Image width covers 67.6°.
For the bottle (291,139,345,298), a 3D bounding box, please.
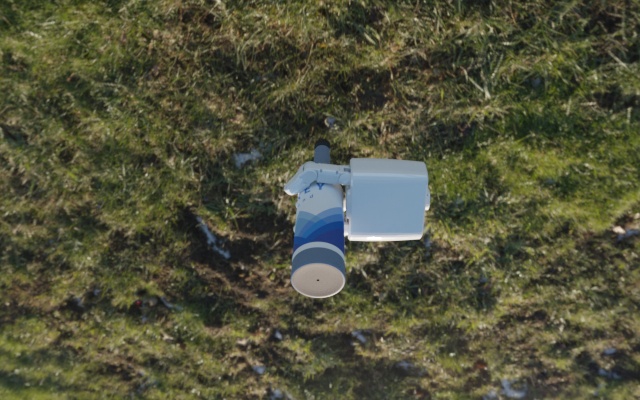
[{"bbox_3d":[0.000,0.002,0.689,0.069,0.069,0.295,0,40,2],"label":"bottle"}]
